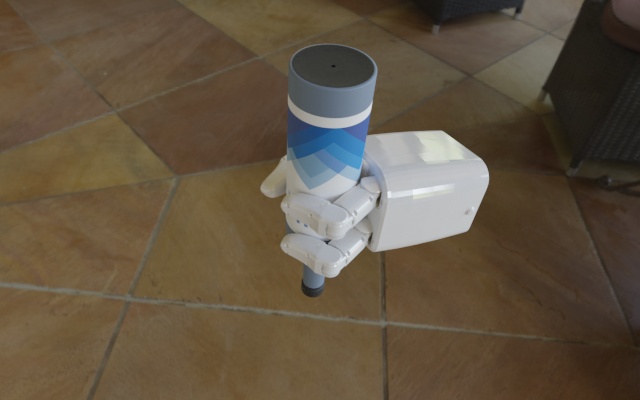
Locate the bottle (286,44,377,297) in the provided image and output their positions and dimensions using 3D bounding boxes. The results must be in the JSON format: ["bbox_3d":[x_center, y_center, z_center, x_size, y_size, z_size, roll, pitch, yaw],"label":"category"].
[{"bbox_3d":[0.000,0.001,0.460,0.069,0.069,0.296,0,-44,-5],"label":"bottle"}]
